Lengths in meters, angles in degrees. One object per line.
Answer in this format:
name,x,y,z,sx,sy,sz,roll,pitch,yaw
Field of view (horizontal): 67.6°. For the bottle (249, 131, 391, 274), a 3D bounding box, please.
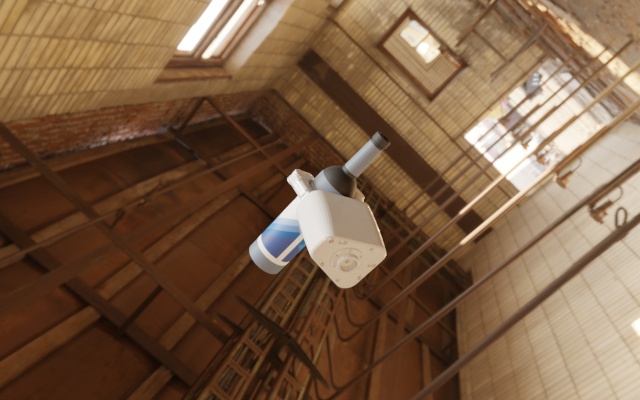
bottle,0.000,0.003,0.774,0.296,0.069,0.069,-46,-19,20
